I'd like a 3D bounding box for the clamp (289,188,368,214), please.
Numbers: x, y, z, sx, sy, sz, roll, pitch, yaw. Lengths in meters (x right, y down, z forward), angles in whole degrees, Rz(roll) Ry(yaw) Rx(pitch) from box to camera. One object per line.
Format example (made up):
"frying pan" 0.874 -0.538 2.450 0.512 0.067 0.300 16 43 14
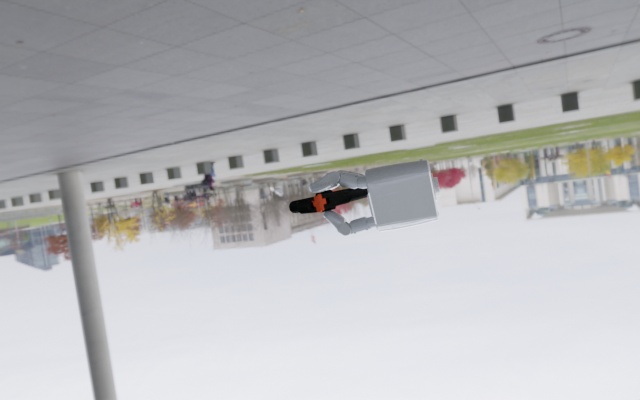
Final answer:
"clamp" 0.000 0.004 0.852 0.164 0.036 0.210 -14 1 14
